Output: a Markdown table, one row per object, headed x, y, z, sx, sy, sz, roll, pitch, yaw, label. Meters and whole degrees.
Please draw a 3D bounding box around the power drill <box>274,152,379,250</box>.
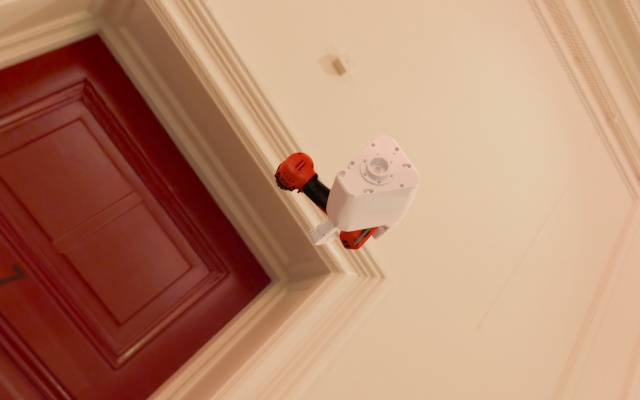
| x | y | z | sx | sy | sz | roll | pitch | yaw | label |
| --- | --- | --- | --- | --- | --- | --- | --- | --- | --- |
| 0.001 | 0.003 | 0.806 | 0.187 | 0.057 | 0.184 | 42 | -10 | -5 | power drill |
